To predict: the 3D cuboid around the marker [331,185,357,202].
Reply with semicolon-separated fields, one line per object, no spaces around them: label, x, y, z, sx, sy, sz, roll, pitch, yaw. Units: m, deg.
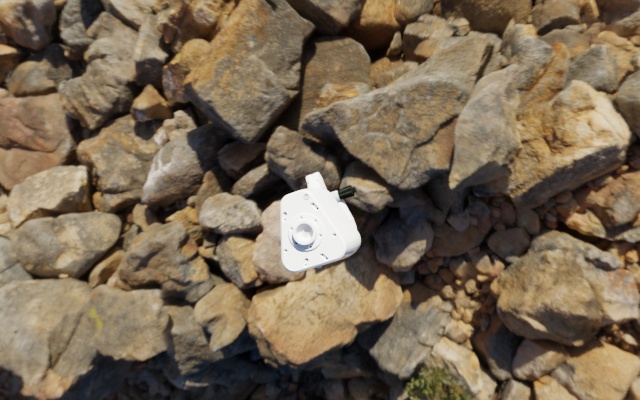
marker;0.000;0.003;0.763;0.121;0.020;0.020;-20;-5;13
